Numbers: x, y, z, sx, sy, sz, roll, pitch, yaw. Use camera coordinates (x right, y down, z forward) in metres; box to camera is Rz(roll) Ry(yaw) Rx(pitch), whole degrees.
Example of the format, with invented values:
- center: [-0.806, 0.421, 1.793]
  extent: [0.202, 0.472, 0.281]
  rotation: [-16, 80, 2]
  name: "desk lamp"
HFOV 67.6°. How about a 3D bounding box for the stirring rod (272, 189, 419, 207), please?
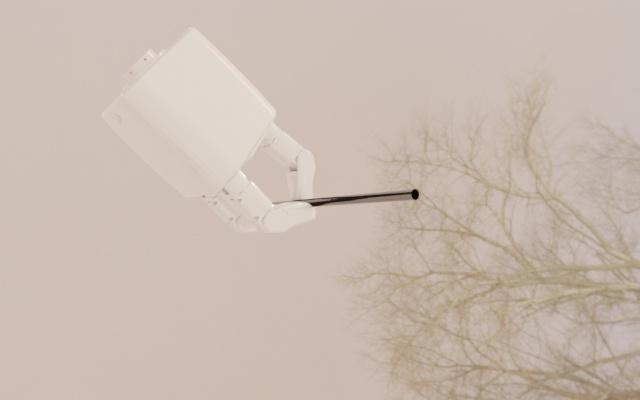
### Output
- center: [0.000, 0.001, 0.441]
  extent: [0.011, 0.011, 0.239]
  rotation: [0, -3, -34]
  name: "stirring rod"
